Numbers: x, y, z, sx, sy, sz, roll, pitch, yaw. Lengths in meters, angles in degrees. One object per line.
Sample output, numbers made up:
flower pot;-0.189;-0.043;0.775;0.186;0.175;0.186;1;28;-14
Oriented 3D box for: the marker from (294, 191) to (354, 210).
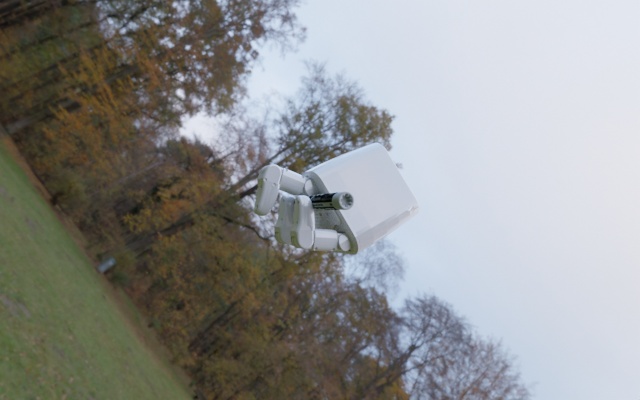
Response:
marker;0.000;0.002;0.538;0.020;0.020;0.121;0;-2;-26
